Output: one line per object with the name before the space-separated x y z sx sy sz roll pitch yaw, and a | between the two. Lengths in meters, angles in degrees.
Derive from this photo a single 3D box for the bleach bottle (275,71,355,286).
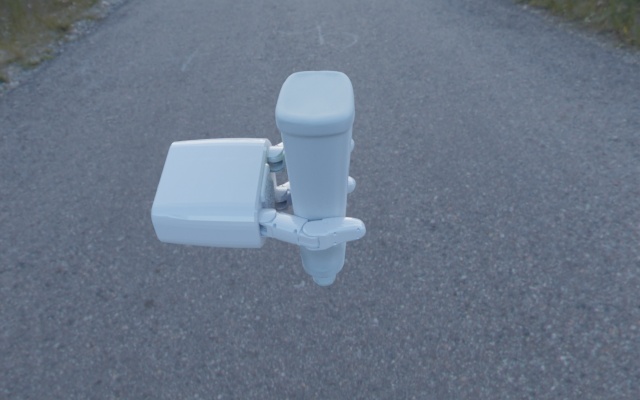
bleach bottle | 0.000 0.002 0.497 0.068 0.251 0.102 0 39 3
